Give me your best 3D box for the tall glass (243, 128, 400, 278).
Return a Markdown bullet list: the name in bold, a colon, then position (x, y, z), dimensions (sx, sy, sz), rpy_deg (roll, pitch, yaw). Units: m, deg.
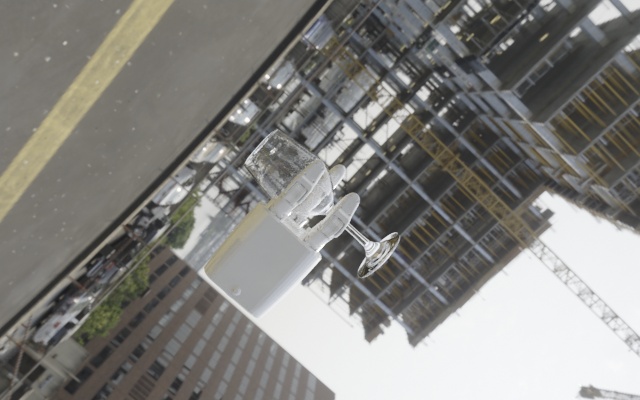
- **tall glass**: position (0.001, 0.002, 0.587), dimensions (0.201, 0.079, 0.079), rpy_deg (43, -5, -6)
